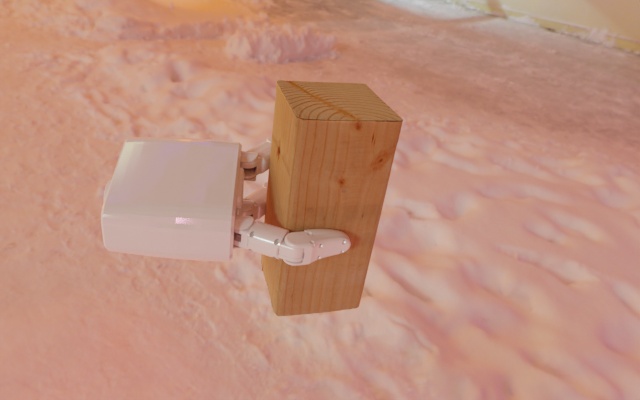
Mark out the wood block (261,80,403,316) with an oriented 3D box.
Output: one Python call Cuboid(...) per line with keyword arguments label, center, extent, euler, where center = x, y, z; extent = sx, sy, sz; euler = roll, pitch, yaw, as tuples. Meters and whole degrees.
Cuboid(label="wood block", center=(0.000, 0.002, 0.457), extent=(0.090, 0.206, 0.090), euler=(-2, 33, -17))
